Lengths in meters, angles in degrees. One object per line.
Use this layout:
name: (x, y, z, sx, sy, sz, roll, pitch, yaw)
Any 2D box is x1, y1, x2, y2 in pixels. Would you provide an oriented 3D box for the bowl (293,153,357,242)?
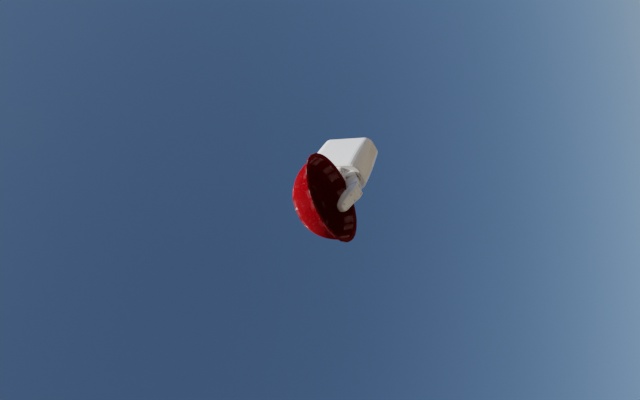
bowl: (-0.001, 0.003, 0.818, 0.055, 0.162, 0.162, -22, -10, 24)
